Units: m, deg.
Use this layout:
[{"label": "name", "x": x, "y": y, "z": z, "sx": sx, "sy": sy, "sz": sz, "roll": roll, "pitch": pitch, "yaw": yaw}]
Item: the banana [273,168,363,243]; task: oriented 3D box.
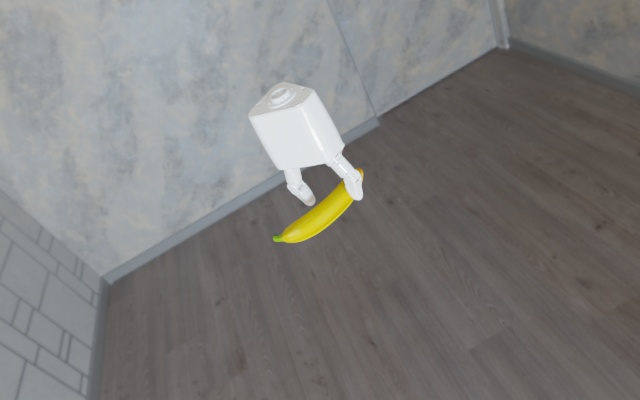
[{"label": "banana", "x": 0.006, "y": 0.012, "z": 0.806, "sx": 0.198, "sy": 0.037, "sz": 0.069, "roll": -37, "pitch": 37, "yaw": -9}]
